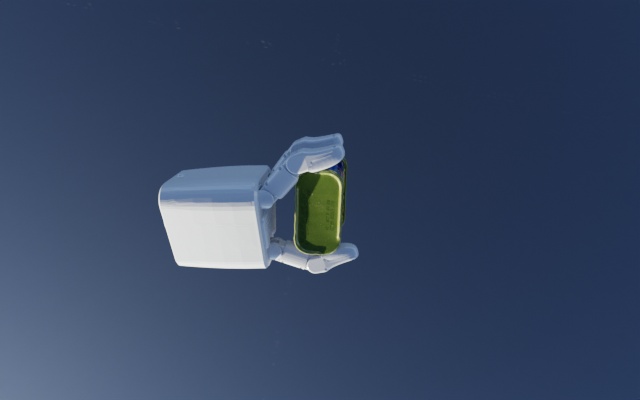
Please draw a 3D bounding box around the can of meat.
[{"bbox_3d":[0.000,0.002,0.543,0.057,0.102,0.084,3,18,4],"label":"can of meat"}]
